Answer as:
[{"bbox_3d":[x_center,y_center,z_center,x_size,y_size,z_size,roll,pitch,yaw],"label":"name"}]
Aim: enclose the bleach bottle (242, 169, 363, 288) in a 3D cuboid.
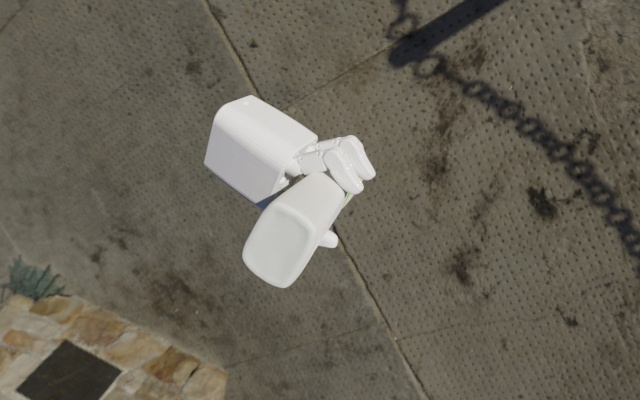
[{"bbox_3d":[0.000,0.002,0.596,0.068,0.103,0.250,34,30,6],"label":"bleach bottle"}]
